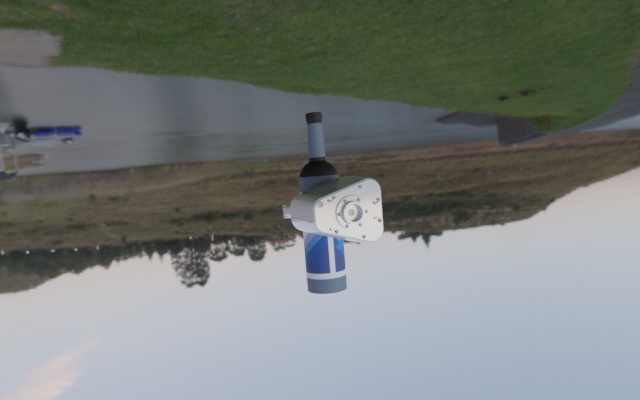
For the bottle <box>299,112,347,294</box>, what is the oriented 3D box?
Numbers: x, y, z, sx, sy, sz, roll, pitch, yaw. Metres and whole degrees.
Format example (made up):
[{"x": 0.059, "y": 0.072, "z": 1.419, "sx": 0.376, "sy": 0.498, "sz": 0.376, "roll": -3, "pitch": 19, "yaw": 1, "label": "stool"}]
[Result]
[{"x": 0.000, "y": 0.003, "z": 0.795, "sx": 0.069, "sy": 0.296, "sz": 0.069, "roll": -4, "pitch": 3, "yaw": 0, "label": "bottle"}]
